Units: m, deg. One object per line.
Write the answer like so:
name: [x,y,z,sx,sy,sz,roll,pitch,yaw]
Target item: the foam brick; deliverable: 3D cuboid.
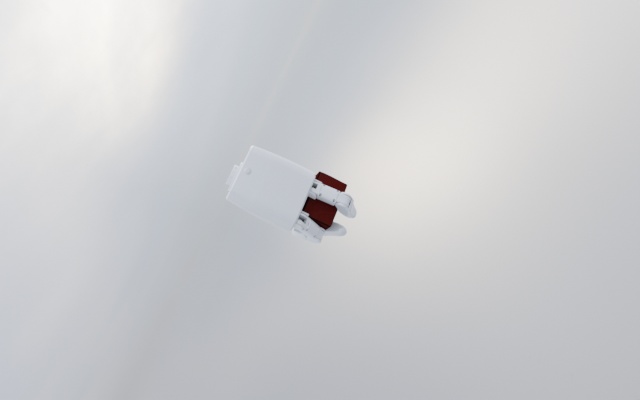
foam brick: [0.000,0.002,0.756,0.051,0.078,0.053,26,-20,-9]
